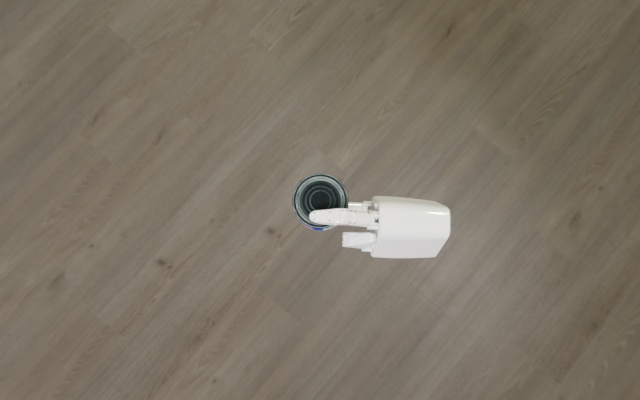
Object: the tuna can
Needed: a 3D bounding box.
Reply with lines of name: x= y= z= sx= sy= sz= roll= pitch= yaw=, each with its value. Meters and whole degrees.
tuna can: x=0.000 y=0.002 z=0.725 sx=0.086 sy=0.086 sz=0.034 roll=0 pitch=-8 yaw=2
